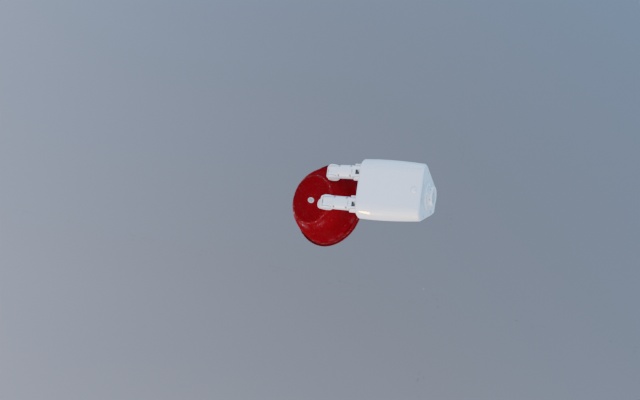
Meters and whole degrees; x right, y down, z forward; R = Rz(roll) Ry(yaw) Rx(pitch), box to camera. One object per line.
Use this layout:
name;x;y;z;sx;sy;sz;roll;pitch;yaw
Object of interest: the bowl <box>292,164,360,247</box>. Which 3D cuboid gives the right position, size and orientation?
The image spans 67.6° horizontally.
bowl;-0.001;0.003;0.899;0.162;0.162;0.055;0;-12;40
